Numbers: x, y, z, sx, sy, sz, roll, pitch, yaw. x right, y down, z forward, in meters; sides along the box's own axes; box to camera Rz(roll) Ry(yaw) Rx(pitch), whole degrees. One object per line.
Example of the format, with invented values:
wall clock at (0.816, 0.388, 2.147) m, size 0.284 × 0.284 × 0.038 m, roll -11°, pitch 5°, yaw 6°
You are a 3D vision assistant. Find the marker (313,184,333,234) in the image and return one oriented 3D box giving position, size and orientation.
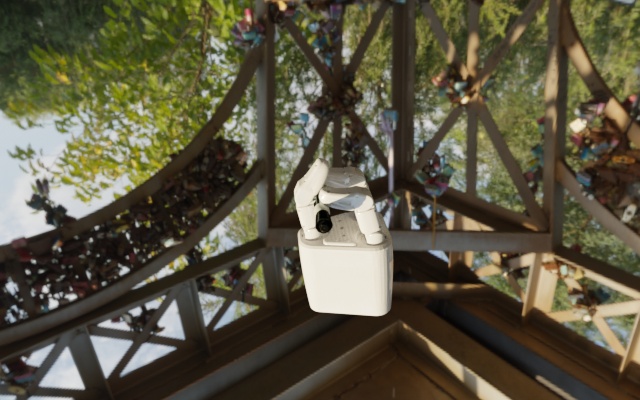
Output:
marker at (0.000, 0.002, 0.551) m, size 0.020 × 0.020 × 0.121 m, roll 0°, pitch 28°, yaw -5°
